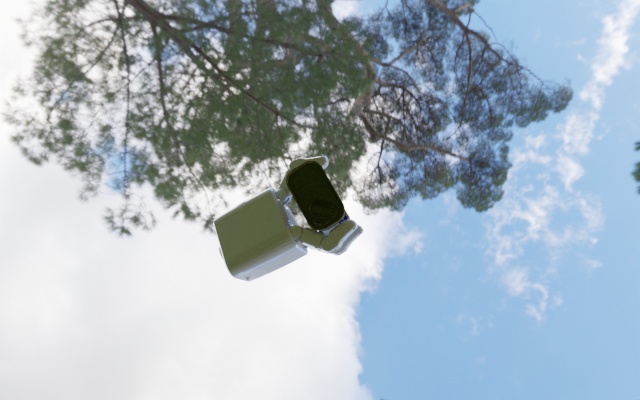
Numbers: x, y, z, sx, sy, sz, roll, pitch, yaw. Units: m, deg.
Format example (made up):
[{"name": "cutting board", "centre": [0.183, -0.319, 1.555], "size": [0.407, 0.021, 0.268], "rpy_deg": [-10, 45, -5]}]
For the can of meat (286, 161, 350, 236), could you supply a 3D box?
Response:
[{"name": "can of meat", "centre": [0.000, 0.002, 0.712], "size": [0.057, 0.102, 0.084], "rpy_deg": [-30, -18, 2]}]
